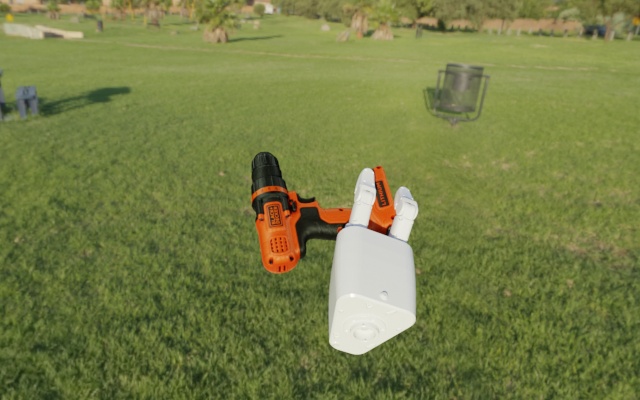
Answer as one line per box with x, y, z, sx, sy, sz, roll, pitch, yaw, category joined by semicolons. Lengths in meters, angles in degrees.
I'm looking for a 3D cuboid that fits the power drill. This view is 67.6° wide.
0.001;0.002;0.657;0.187;0.184;0.057;-8;-30;-7;power drill
